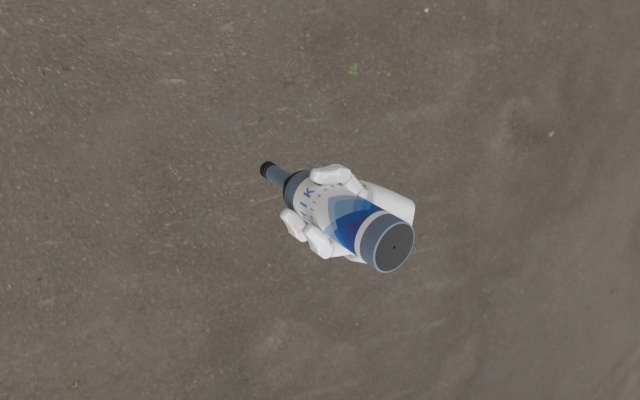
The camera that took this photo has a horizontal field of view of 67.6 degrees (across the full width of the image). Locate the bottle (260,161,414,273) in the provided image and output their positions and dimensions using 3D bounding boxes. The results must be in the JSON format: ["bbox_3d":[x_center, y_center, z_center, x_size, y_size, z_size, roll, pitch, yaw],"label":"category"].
[{"bbox_3d":[0.000,0.002,0.663,0.069,0.069,0.295,0,21,-39],"label":"bottle"}]
